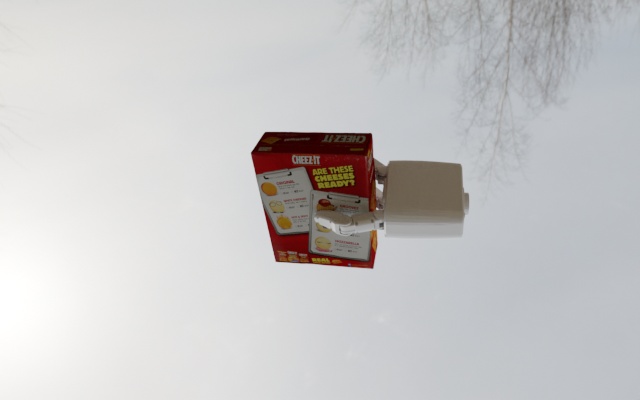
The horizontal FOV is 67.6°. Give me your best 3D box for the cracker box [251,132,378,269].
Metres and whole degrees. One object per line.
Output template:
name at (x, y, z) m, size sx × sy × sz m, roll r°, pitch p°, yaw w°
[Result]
cracker box at (0.000, 0.003, 0.723) m, size 0.164 × 0.214 × 0.072 m, roll 3°, pitch 38°, yaw 13°
